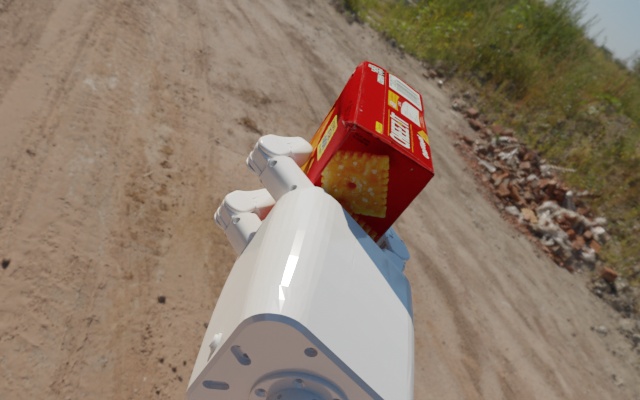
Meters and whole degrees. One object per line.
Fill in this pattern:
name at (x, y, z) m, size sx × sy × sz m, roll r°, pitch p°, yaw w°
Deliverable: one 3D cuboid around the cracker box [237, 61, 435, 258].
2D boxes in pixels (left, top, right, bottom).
cracker box at (0.000, 0.001, 0.409) m, size 0.072 × 0.214 × 0.164 m, roll 31°, pitch 30°, yaw -10°
